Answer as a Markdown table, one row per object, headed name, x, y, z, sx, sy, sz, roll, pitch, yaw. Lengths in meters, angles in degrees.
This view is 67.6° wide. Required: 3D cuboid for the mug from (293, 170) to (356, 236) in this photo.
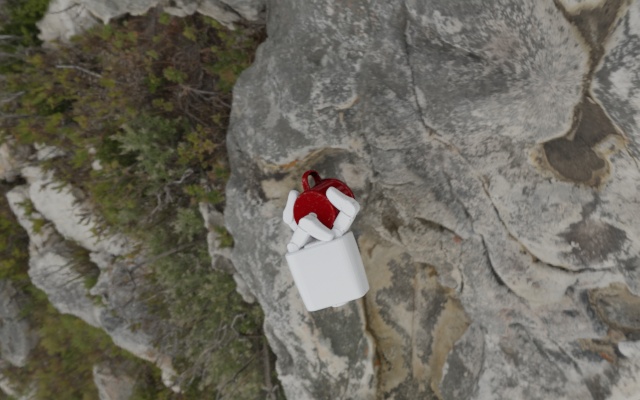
| name | x | y | z | sx | sy | sz | roll | pitch | yaw |
| --- | --- | --- | --- | --- | --- | --- | --- | --- | --- |
| mug | 0.000 | 0.001 | 0.828 | 0.093 | 0.117 | 0.081 | -19 | 5 | 28 |
